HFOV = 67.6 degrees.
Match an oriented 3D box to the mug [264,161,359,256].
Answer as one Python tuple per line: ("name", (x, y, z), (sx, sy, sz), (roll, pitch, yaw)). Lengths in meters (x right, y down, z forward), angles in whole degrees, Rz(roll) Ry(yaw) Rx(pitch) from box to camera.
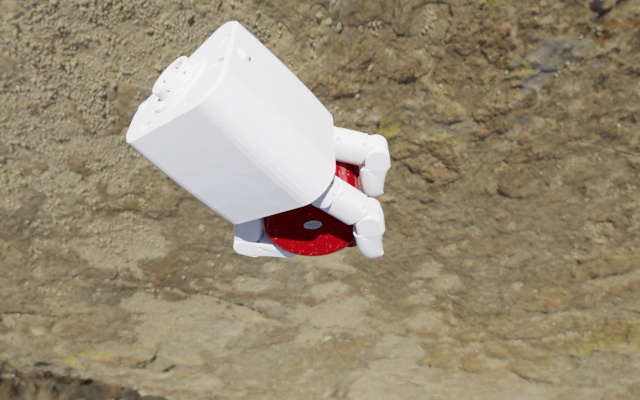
("mug", (0.001, 0.002, 0.429), (0.093, 0.081, 0.117), (-28, -51, 25))
